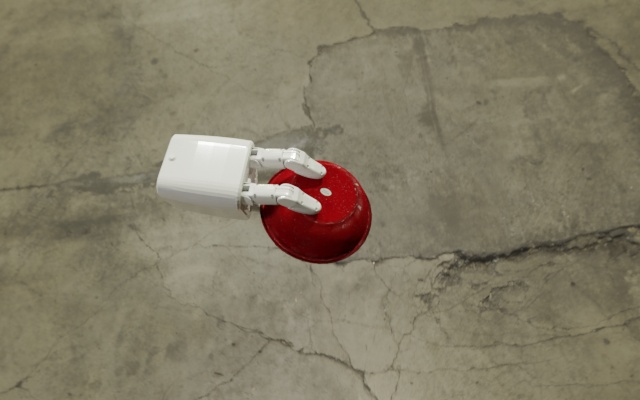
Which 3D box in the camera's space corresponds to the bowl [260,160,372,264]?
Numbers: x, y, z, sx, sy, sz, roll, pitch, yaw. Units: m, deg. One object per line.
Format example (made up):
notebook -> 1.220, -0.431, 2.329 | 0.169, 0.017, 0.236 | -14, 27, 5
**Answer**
bowl -> 0.001, 0.002, 0.654 | 0.162, 0.162, 0.055 | 0, -27, -13
